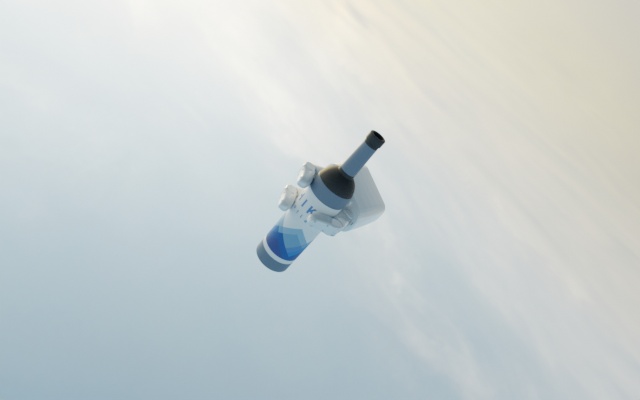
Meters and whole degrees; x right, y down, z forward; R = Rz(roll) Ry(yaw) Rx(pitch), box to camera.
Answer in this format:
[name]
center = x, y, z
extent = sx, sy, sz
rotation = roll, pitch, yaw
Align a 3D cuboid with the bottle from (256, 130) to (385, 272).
[bottle]
center = 0.000, 0.003, 0.773
extent = 0.069, 0.069, 0.296
rotation = 0, -41, -51
